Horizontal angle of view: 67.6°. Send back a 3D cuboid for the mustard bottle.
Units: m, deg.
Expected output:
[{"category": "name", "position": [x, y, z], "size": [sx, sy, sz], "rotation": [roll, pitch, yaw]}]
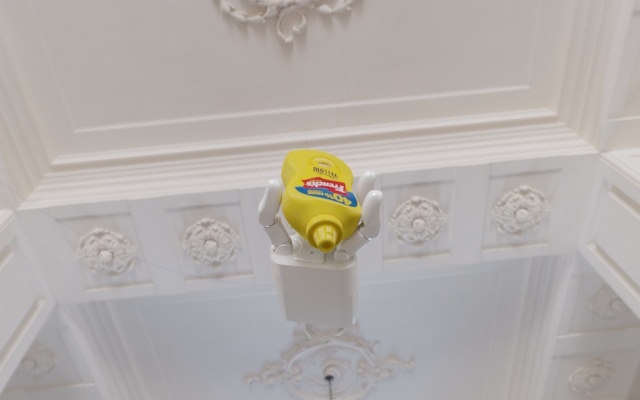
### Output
[{"category": "mustard bottle", "position": [0.000, 0.001, 0.585], "size": [0.096, 0.058, 0.191], "rotation": [16, 27, -13]}]
